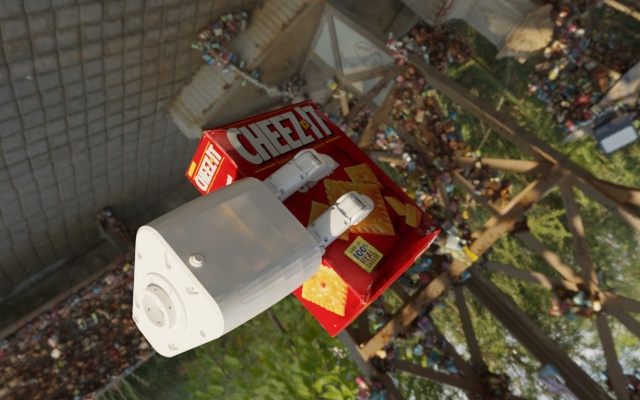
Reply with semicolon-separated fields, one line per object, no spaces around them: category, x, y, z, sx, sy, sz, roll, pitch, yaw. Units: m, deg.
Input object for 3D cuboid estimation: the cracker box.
cracker box;0.000;0.002;0.484;0.164;0.213;0.072;-30;-19;-48
